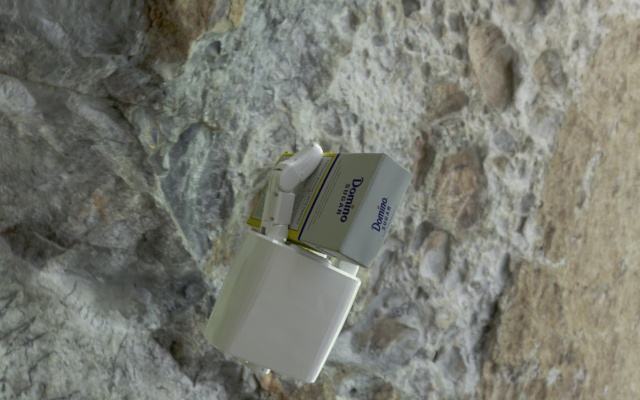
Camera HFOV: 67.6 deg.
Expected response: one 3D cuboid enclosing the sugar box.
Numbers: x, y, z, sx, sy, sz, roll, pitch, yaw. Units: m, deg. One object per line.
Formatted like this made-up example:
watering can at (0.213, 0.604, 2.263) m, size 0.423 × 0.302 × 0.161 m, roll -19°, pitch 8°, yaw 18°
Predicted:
sugar box at (0.000, 0.002, 0.461) m, size 0.048 × 0.093 × 0.176 m, roll 32°, pitch -11°, yaw -33°
